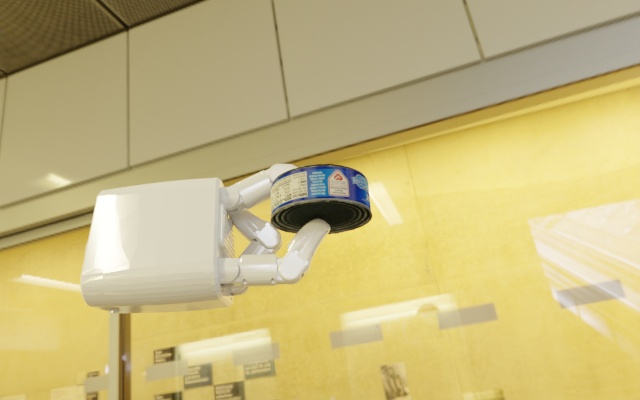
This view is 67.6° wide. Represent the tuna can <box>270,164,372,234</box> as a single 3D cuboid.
[{"bbox_3d":[0.000,0.001,0.408,0.086,0.033,0.086,-3,-21,-1],"label":"tuna can"}]
